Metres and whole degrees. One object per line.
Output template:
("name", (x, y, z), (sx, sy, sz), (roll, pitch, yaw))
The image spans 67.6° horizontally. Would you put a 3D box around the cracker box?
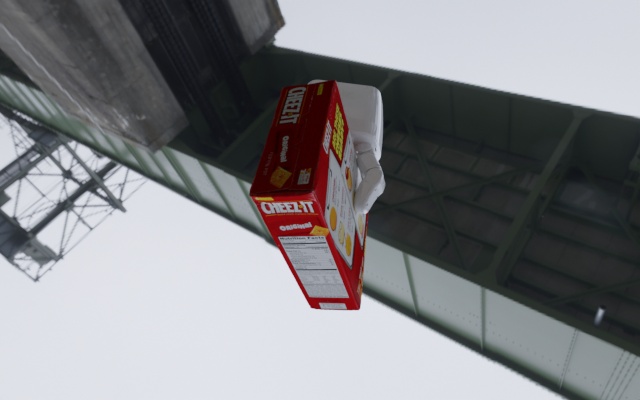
("cracker box", (0.000, 0.002, 0.543), (0.072, 0.164, 0.214), (-4, -42, 16))
